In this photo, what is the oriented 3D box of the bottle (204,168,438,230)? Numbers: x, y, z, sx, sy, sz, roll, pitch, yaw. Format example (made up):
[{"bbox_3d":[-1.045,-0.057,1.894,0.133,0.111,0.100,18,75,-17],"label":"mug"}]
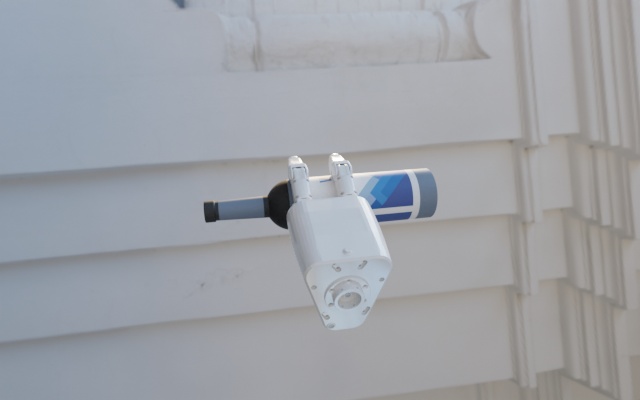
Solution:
[{"bbox_3d":[0.000,0.002,0.620,0.296,0.069,0.069,-5,1,-9],"label":"bottle"}]
